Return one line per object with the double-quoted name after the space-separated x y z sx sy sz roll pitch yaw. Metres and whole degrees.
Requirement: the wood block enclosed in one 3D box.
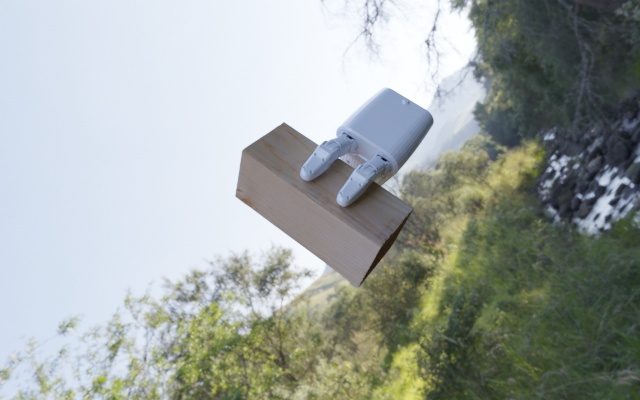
0.000 0.002 0.616 0.206 0.091 0.090 35 49 14 "wood block"
